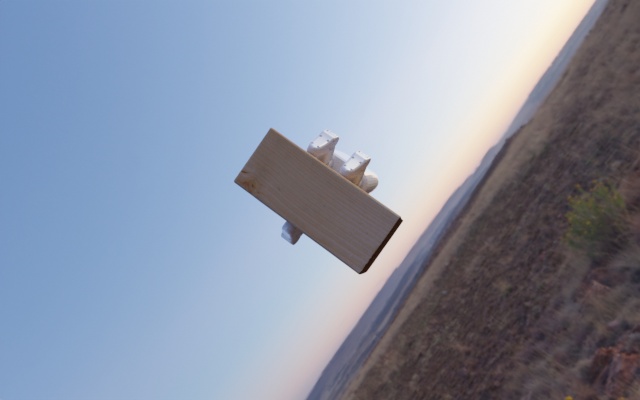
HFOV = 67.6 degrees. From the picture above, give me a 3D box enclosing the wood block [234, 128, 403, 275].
[{"bbox_3d":[0.000,0.002,0.648,0.206,0.091,0.090,35,2,13],"label":"wood block"}]
